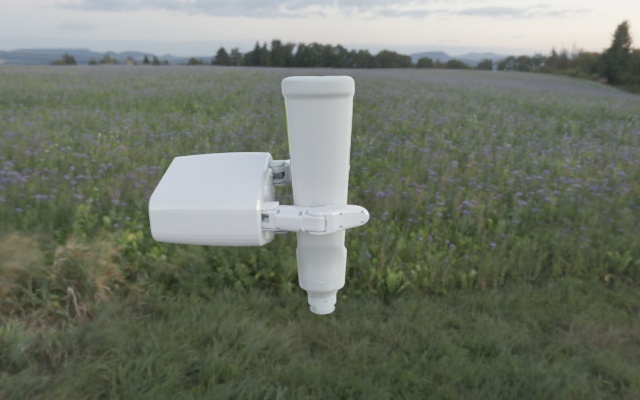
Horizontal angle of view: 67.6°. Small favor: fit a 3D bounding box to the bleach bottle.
[{"bbox_3d":[0.000,0.002,0.493,0.068,0.251,0.102,0,15,2],"label":"bleach bottle"}]
